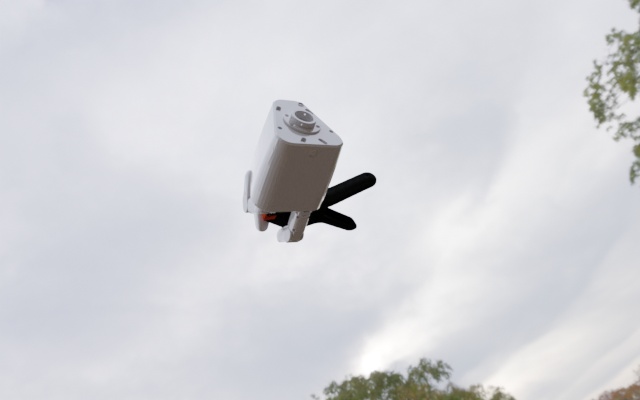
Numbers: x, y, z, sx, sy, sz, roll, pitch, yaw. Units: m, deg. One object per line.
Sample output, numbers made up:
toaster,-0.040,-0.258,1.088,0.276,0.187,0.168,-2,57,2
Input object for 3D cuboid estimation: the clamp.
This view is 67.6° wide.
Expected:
clamp,0.000,0.002,0.701,0.171,0.120,0.039,-1,42,-29
